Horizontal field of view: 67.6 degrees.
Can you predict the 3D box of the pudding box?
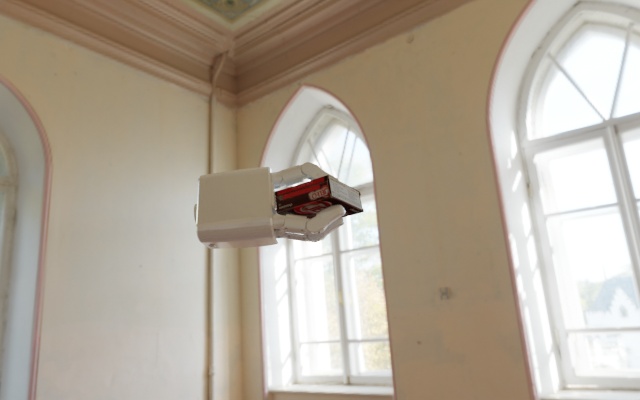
[{"bbox_3d":[0.000,0.002,0.703,0.090,0.039,0.113,-15,-16,26],"label":"pudding box"}]
